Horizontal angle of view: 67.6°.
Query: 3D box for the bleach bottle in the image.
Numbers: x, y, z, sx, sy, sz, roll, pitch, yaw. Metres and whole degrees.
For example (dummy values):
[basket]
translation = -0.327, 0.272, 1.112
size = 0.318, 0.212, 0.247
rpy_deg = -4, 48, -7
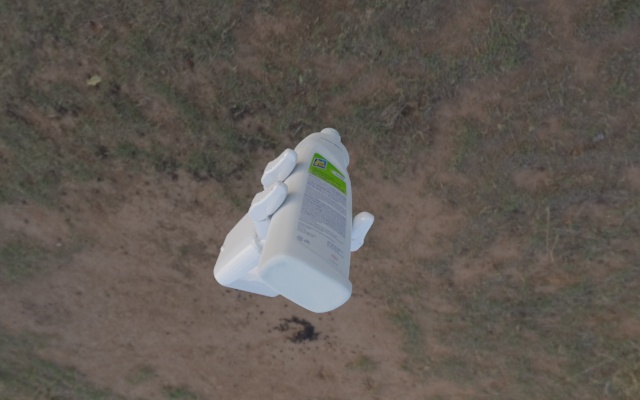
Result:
[bleach bottle]
translation = 0.000, 0.002, 0.579
size = 0.102, 0.250, 0.068
rpy_deg = 35, -49, -21
